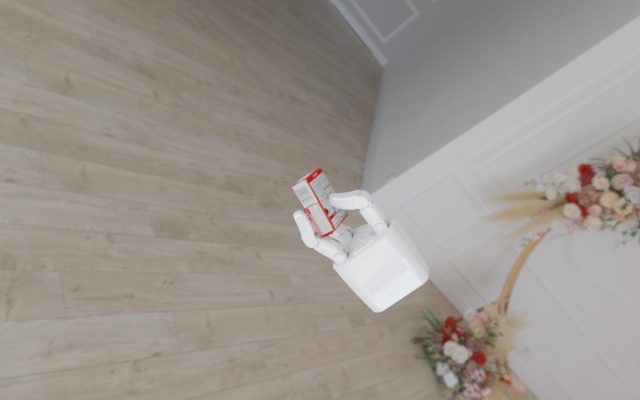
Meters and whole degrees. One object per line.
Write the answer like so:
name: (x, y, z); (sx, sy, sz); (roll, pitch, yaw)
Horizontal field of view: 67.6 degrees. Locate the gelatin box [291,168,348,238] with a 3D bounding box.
gelatin box: (0.000, 0.002, 0.714); (0.030, 0.089, 0.073); (-27, 8, 24)
